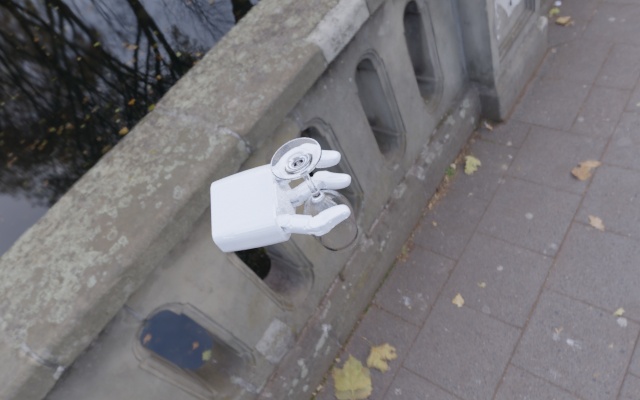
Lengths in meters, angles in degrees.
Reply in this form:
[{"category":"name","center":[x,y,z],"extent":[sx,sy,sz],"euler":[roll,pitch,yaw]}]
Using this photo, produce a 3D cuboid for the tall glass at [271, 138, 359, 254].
[{"category":"tall glass","center":[0.000,0.002,0.710],"extent":[0.079,0.079,0.201],"euler":[0,-36,25]}]
